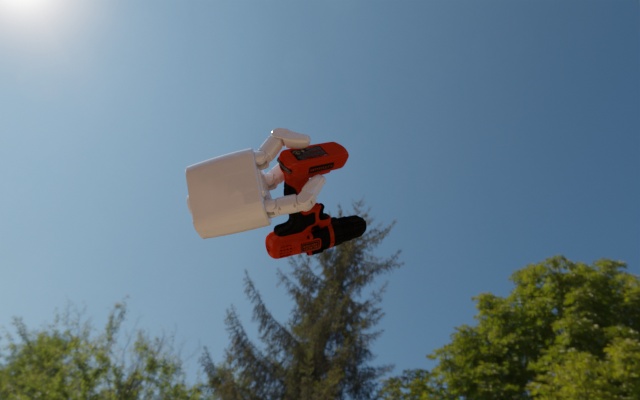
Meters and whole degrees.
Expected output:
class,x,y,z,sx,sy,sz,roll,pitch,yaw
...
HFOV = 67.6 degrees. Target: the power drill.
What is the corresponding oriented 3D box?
class,x,y,z,sx,sy,sz,roll,pitch,yaw
power drill,0.000,0.002,0.774,0.184,0.188,0.057,-13,34,-24
